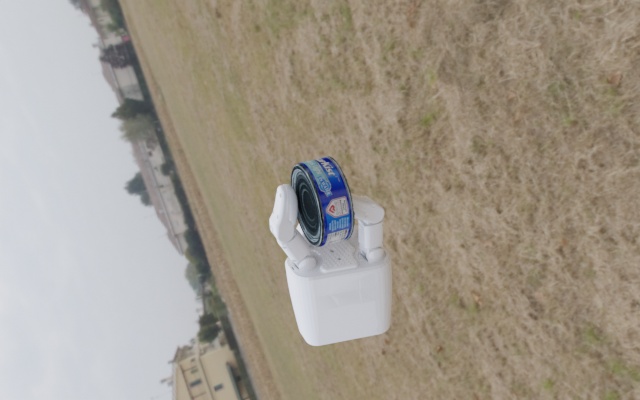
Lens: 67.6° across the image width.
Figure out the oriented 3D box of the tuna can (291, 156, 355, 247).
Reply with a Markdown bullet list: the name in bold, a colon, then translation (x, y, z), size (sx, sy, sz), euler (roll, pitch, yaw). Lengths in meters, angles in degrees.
- **tuna can**: translation (0.000, 0.002, 0.470), size (0.034, 0.086, 0.086), euler (-14, 4, -19)
